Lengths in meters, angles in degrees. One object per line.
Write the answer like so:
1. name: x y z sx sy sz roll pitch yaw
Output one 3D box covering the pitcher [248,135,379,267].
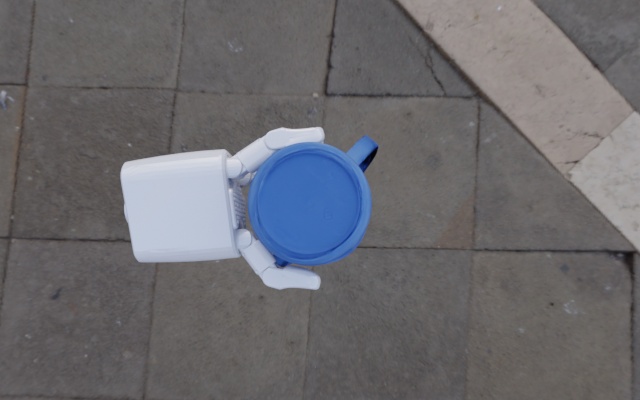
1. pitcher: 0.000 0.002 0.523 0.145 0.149 0.243 -4 -4 1
